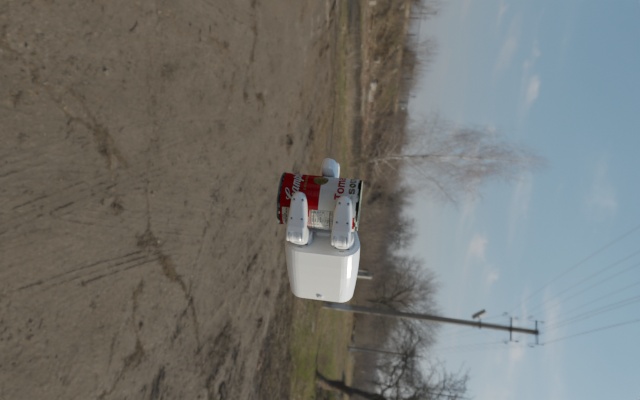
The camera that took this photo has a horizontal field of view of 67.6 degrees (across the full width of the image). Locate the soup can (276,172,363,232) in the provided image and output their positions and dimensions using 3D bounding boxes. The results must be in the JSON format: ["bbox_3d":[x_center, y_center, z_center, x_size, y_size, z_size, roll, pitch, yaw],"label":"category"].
[{"bbox_3d":[0.000,0.002,0.613,0.102,0.068,0.068,6,1,6],"label":"soup can"}]
